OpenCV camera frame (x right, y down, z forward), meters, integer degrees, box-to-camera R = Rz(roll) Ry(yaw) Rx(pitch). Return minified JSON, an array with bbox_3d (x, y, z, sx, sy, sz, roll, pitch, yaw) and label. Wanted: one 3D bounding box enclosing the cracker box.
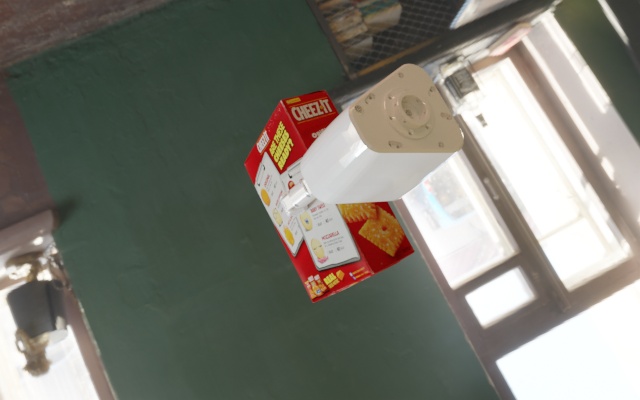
[{"bbox_3d":[0.000,0.002,0.584,0.072,0.213,0.164,-21,-12,-31],"label":"cracker box"}]
